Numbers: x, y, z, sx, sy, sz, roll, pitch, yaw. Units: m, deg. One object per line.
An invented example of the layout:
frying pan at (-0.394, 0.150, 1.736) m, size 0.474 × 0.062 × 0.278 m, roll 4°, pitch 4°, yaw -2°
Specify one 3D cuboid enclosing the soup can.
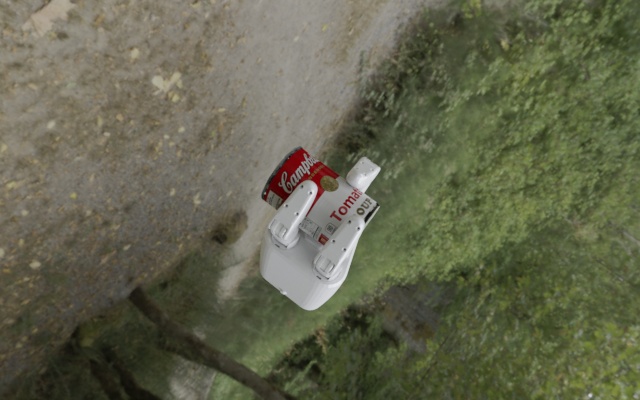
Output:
soup can at (0.000, 0.001, 0.486) m, size 0.102 × 0.068 × 0.068 m, roll 37°, pitch 5°, yaw 8°
